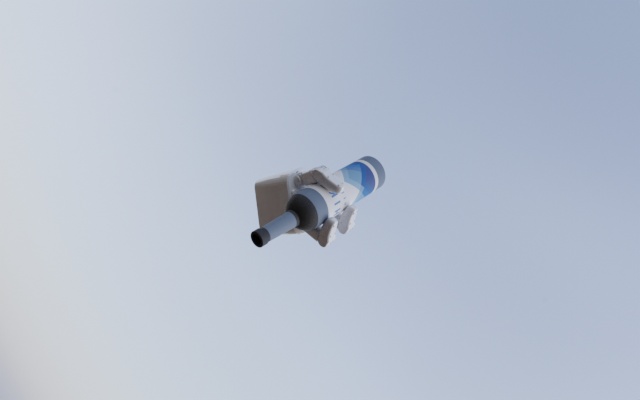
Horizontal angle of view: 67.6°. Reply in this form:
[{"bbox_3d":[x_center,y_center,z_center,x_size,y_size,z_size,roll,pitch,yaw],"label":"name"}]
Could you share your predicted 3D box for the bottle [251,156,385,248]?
[{"bbox_3d":[0.000,0.003,0.809,0.069,0.069,0.295,0,22,45],"label":"bottle"}]
